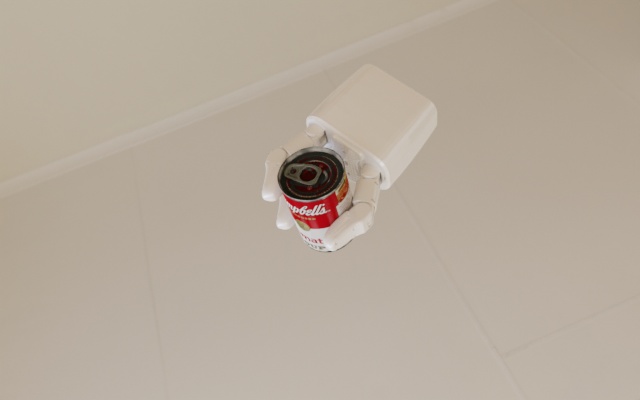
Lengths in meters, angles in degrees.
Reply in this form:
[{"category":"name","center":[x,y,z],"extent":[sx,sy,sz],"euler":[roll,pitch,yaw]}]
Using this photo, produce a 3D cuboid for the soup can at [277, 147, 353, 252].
[{"category":"soup can","center":[0.000,0.002,0.504],"extent":[0.068,0.068,0.102],"euler":[0,-35,13]}]
